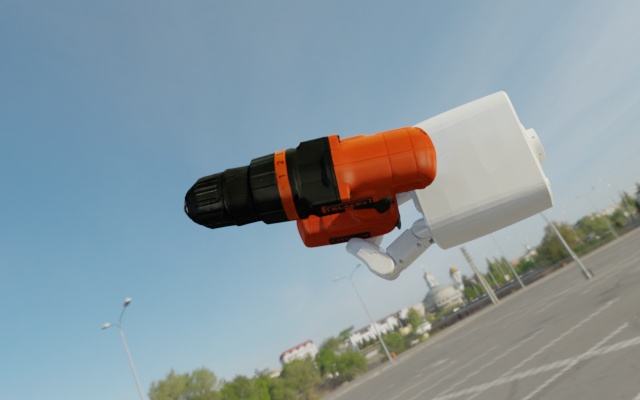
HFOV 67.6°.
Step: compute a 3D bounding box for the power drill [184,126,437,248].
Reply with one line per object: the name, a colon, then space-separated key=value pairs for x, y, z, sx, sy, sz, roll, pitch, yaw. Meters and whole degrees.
power drill: x=0.000 y=0.001 z=0.411 sx=0.184 sy=0.057 sz=0.188 roll=-10 pitch=-12 yaw=5
